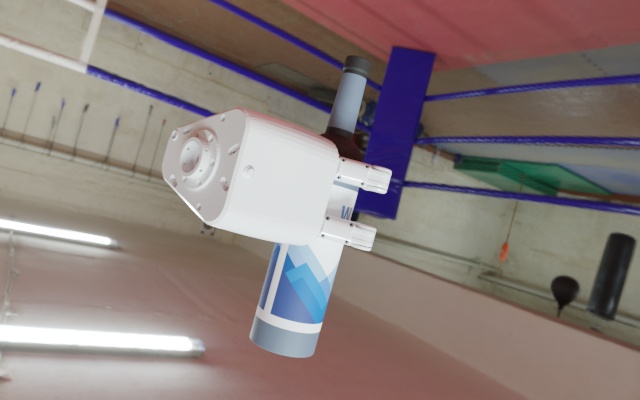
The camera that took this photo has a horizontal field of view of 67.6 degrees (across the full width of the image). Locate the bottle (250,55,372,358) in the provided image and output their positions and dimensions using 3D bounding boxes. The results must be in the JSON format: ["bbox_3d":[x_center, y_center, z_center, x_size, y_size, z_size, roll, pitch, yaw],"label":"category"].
[{"bbox_3d":[0.000,0.002,0.477,0.069,0.295,0.069,15,0,0],"label":"bottle"}]
